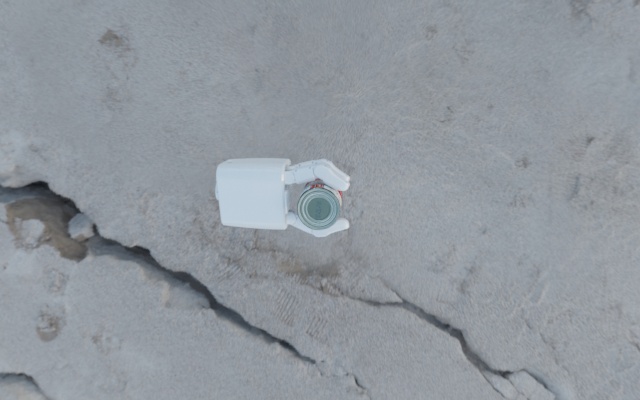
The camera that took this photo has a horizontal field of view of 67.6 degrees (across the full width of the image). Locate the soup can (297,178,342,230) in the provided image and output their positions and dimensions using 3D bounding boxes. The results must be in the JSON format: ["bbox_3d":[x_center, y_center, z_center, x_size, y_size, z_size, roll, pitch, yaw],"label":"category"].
[{"bbox_3d":[0.001,0.003,0.761,0.068,0.068,0.102,0,12,4],"label":"soup can"}]
